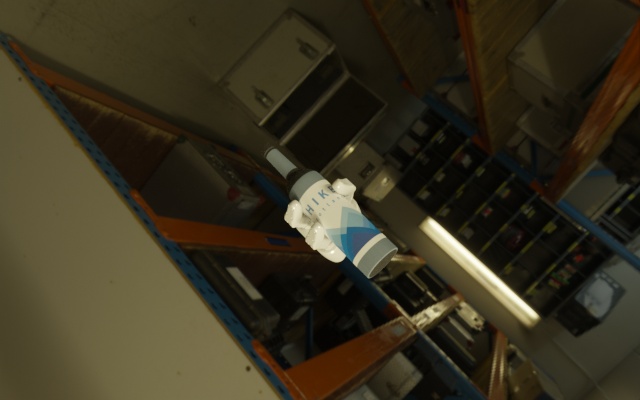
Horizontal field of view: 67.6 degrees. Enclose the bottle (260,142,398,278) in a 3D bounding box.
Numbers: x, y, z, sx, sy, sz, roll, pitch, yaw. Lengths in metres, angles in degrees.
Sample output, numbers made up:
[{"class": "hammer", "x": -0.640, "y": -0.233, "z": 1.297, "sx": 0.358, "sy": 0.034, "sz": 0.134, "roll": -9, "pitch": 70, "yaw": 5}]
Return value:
[{"class": "bottle", "x": 0.000, "y": 0.003, "z": 0.803, "sx": 0.295, "sy": 0.069, "sz": 0.069, "roll": 44, "pitch": 19, "yaw": 21}]
